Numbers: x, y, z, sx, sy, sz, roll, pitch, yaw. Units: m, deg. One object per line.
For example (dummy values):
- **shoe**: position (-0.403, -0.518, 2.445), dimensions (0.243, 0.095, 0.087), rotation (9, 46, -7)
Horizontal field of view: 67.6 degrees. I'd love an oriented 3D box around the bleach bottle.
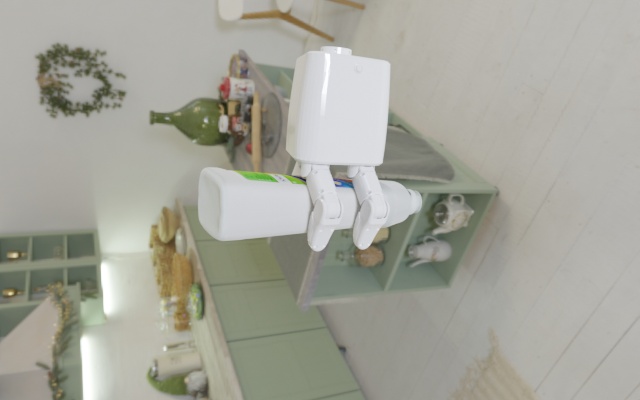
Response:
- **bleach bottle**: position (0.000, 0.002, 0.533), dimensions (0.251, 0.068, 0.102), rotation (-1, 12, -28)
